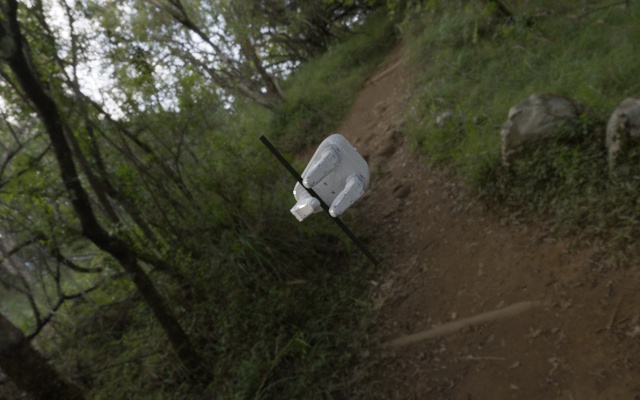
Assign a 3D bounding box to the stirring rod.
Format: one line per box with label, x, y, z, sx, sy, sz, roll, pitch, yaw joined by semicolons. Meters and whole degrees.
stirring rod;0.000;0.002;0.661;0.011;0.239;0.011;-41;8;7
